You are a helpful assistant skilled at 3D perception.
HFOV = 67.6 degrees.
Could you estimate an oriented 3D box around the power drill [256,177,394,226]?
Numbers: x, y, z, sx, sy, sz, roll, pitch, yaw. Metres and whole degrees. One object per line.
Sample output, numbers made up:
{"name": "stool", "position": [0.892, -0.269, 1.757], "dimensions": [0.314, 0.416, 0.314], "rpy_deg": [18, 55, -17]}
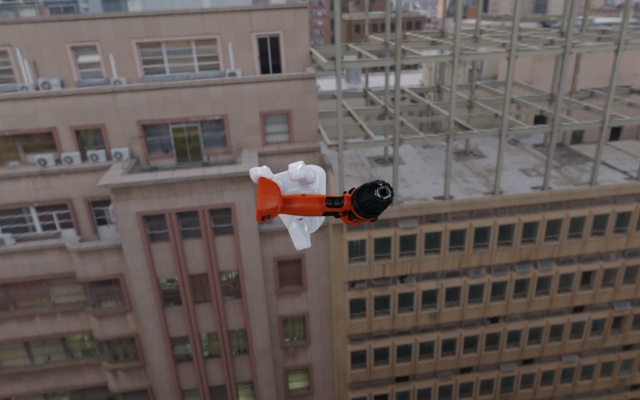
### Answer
{"name": "power drill", "position": [0.000, 0.002, 0.700], "dimensions": [0.187, 0.057, 0.184], "rpy_deg": [5, -13, -9]}
